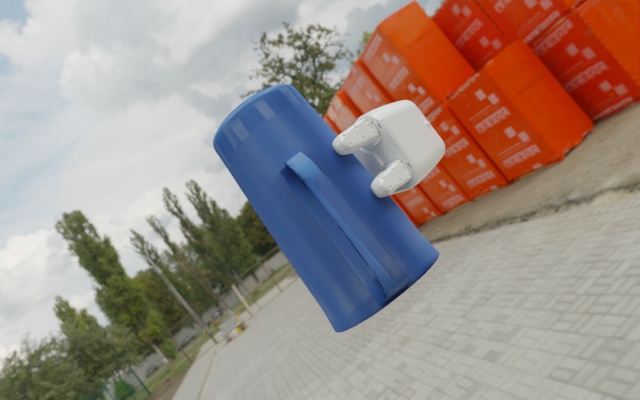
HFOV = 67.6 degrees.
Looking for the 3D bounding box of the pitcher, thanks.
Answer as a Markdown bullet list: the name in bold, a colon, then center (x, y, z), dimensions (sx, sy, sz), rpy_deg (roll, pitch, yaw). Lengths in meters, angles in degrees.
- **pitcher**: center (0.000, 0.002, 0.488), dimensions (0.149, 0.243, 0.145), rpy_deg (-41, -5, 40)
